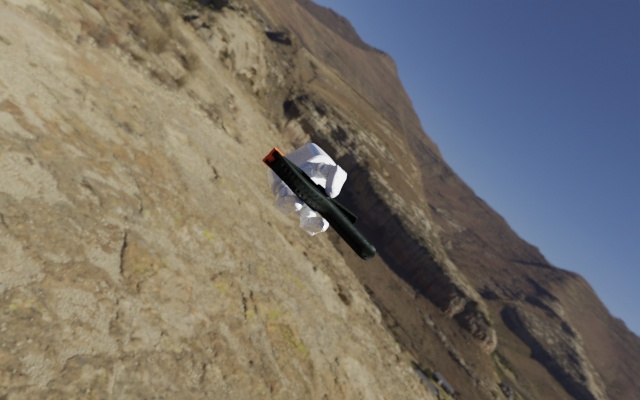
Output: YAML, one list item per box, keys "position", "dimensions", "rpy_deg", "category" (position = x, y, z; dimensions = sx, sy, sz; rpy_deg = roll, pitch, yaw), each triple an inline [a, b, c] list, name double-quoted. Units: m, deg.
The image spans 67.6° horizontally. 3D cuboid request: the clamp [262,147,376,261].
- position: [0.000, 0.001, 0.724]
  dimensions: [0.210, 0.036, 0.164]
  rpy_deg: [41, 7, -22]
  category: "clamp"
